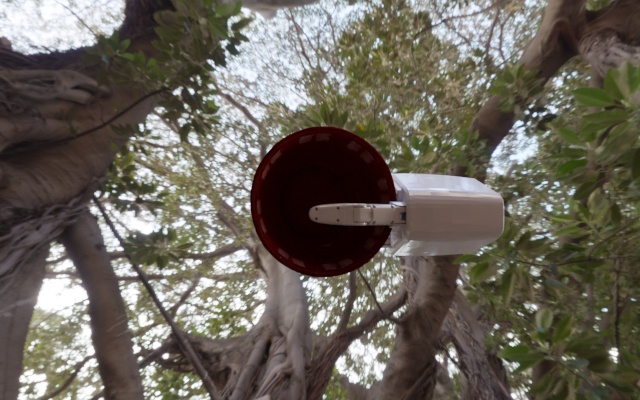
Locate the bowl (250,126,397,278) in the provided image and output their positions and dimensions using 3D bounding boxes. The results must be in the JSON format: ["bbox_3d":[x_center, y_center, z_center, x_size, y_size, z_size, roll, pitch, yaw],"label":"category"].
[{"bbox_3d":[-0.001,0.001,0.533,0.162,0.162,0.055,0,-1,-13],"label":"bowl"}]
